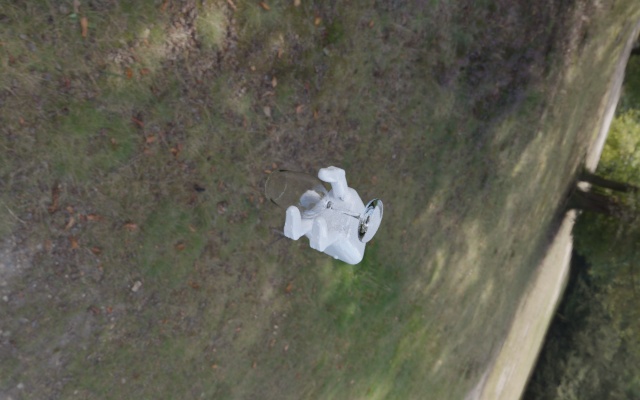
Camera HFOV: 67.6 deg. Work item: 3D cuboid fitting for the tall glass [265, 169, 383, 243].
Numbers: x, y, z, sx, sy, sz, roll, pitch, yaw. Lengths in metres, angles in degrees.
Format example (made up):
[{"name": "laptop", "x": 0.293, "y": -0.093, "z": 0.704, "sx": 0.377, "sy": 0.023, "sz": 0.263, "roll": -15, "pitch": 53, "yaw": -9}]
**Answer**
[{"name": "tall glass", "x": 0.001, "y": 0.003, "z": 0.808, "sx": 0.201, "sy": 0.079, "sz": 0.079, "roll": 21, "pitch": 11, "yaw": 30}]
